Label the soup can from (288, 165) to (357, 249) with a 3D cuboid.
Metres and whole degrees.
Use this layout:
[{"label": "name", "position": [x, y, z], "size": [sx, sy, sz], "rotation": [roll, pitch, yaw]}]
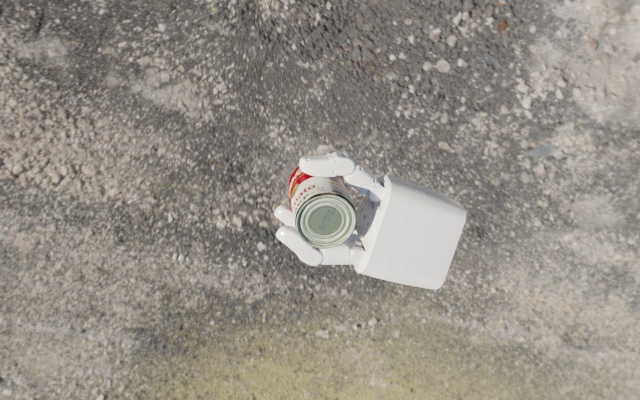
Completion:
[{"label": "soup can", "position": [0.000, 0.002, 0.545], "size": [0.068, 0.068, 0.102], "rotation": [0, 25, -8]}]
